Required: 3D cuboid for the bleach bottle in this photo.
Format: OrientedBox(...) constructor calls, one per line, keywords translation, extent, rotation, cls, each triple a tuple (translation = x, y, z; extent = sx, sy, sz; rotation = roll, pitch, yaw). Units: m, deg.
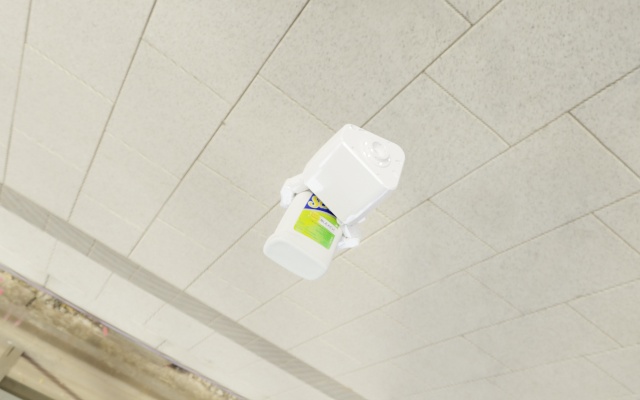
OrientedBox(translation=(0.000, 0.003, 0.778), extent=(0.102, 0.250, 0.068), rotation=(33, -42, -12), cls="bleach bottle")
